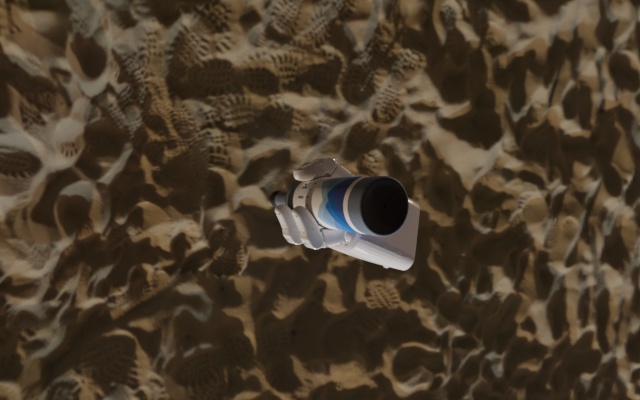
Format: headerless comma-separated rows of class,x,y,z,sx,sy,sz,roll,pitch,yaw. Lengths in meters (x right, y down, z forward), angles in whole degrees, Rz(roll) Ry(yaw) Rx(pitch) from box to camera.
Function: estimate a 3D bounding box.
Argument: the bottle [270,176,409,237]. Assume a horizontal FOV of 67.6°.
bottle,0.000,0.002,0.647,0.069,0.069,0.295,0,2,-28
